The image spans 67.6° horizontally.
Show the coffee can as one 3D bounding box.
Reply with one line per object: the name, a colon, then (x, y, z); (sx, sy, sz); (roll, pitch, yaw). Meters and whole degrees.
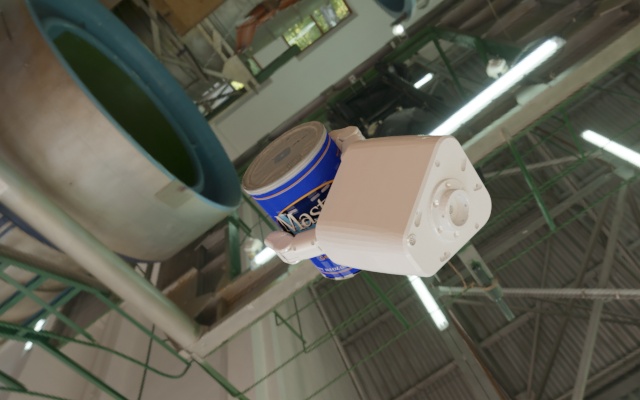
coffee can: (0.000, 0.002, 0.511); (0.103, 0.102, 0.140); (0, -44, 52)
